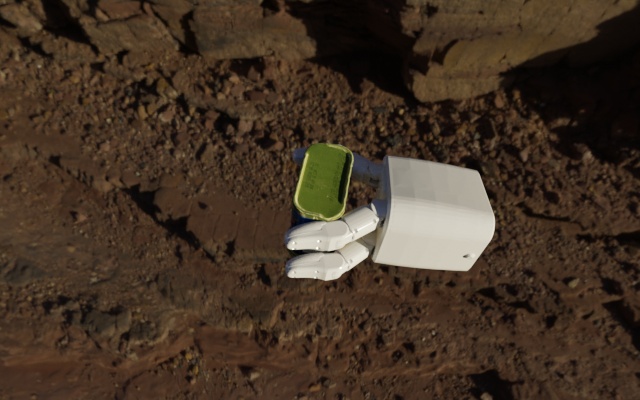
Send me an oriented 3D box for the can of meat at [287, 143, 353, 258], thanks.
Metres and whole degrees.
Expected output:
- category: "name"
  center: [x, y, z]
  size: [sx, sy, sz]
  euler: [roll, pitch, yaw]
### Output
- category: "can of meat"
  center: [0.000, 0.001, 0.505]
  size: [0.057, 0.102, 0.084]
  euler: [11, -36, 1]
